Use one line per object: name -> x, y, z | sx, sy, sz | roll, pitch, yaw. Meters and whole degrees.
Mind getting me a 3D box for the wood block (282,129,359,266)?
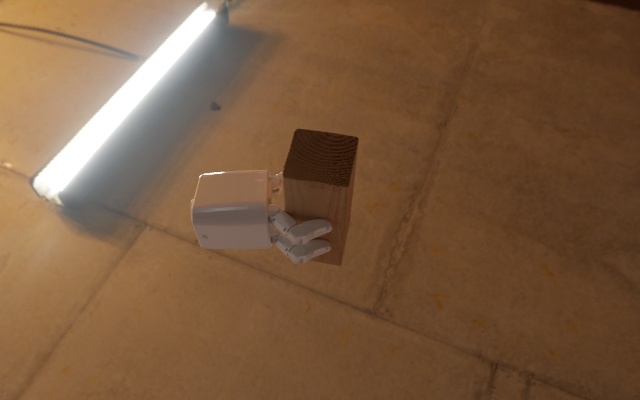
wood block -> 0.000, 0.002, 0.707 | 0.090, 0.090, 0.206 | 9, -35, 5
